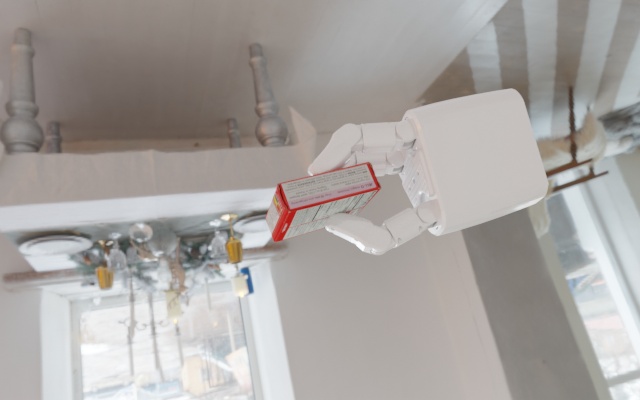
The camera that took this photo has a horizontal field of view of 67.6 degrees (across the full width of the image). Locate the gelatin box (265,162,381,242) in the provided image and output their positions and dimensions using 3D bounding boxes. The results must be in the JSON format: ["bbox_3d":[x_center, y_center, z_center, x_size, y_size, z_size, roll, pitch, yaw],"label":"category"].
[{"bbox_3d":[0.000,0.002,0.428,0.089,0.030,0.073,-15,-19,-21],"label":"gelatin box"}]
